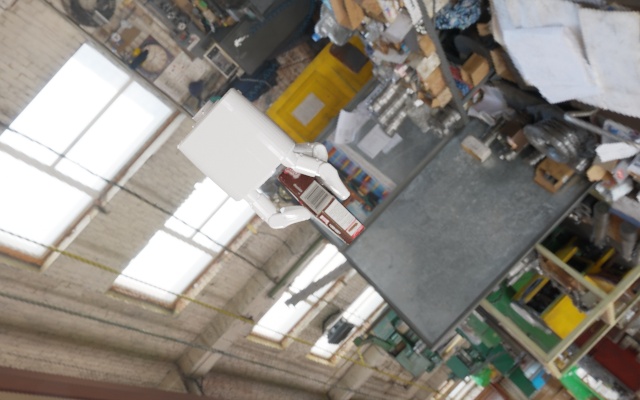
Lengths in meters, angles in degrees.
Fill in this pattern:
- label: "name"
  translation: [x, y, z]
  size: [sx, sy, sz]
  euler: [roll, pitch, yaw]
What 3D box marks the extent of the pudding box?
- label: "pudding box"
  translation: [0.000, 0.002, 0.666]
  size: [0.090, 0.039, 0.113]
  euler: [42, 3, -45]
